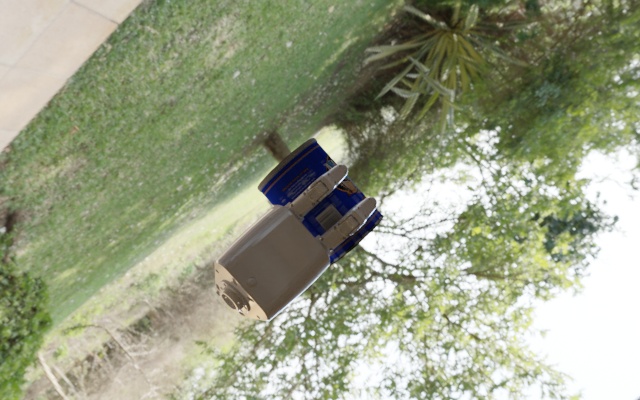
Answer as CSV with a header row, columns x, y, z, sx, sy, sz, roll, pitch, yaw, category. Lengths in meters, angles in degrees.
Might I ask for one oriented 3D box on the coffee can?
x,y,z,sx,sy,sz,roll,pitch,yaw,category
0.000,0.002,0.638,0.103,0.140,0.103,-42,0,0,coffee can
